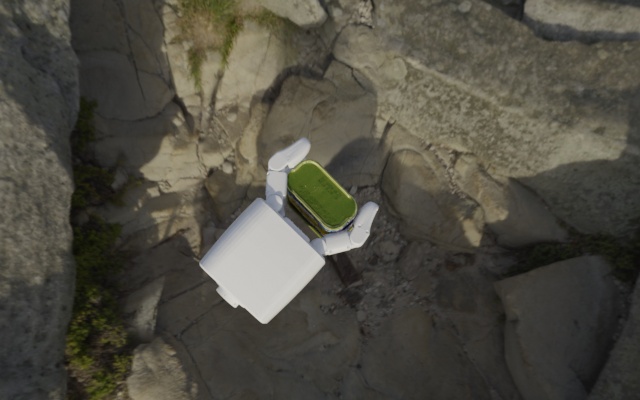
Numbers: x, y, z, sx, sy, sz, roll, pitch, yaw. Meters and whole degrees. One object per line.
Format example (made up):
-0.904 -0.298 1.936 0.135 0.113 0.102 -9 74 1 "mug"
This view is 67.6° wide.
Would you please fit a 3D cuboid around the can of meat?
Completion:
0.000 0.002 0.621 0.057 0.102 0.084 -43 -10 -10 "can of meat"
